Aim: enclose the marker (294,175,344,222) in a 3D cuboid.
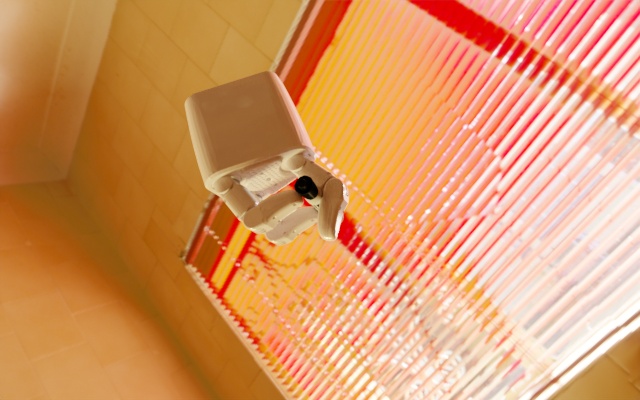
[{"bbox_3d":[0.000,0.002,0.486,0.020,0.020,0.121,0,-17,18],"label":"marker"}]
